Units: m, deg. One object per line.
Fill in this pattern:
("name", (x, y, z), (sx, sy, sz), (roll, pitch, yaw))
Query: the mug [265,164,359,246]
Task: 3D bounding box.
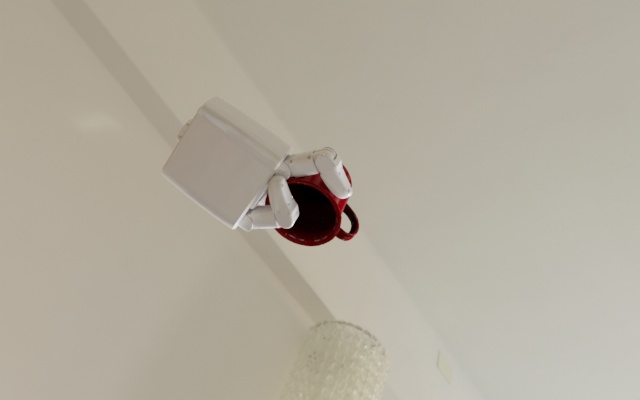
("mug", (0.001, 0.003, 0.581), (0.117, 0.093, 0.081), (37, 37, -6))
